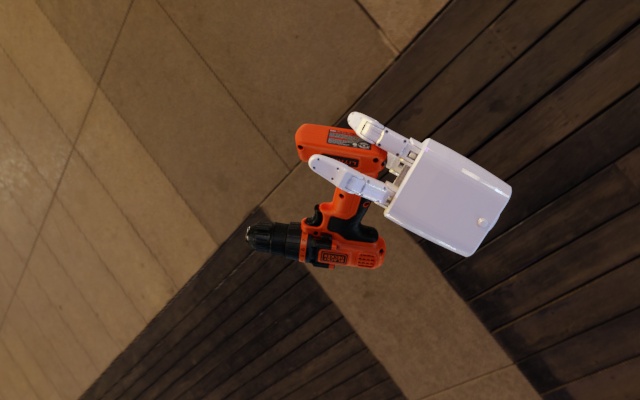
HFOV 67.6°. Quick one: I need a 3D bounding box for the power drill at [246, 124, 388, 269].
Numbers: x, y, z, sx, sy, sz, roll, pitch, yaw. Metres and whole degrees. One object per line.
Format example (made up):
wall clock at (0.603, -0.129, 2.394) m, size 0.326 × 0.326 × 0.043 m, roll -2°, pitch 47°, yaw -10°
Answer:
power drill at (0.000, 0.002, 0.590) m, size 0.184 × 0.188 × 0.057 m, roll 7°, pitch 37°, yaw 0°
